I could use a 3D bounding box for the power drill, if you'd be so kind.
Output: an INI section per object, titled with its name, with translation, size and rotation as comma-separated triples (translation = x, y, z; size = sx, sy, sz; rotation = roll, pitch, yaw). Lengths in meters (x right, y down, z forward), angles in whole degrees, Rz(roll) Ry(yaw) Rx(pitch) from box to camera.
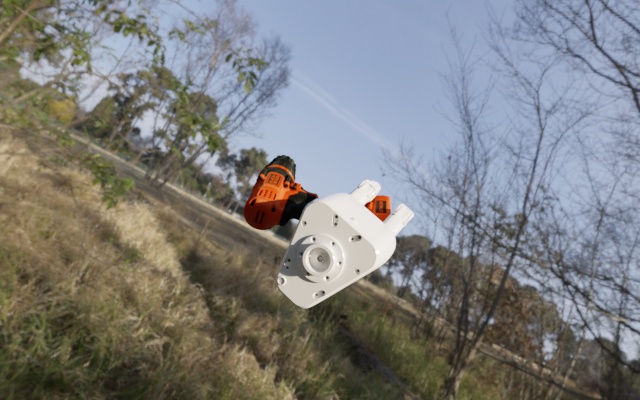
[power drill]
translation = 0.001, 0.002, 0.655
size = 0.187, 0.057, 0.184
rotation = 16, 28, -1
